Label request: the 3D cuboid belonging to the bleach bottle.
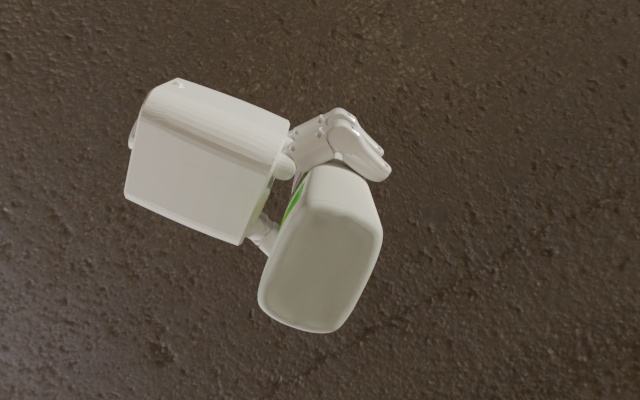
[{"bbox_3d":[0.000,0.001,0.430,0.068,0.102,0.250,22,19,-8],"label":"bleach bottle"}]
